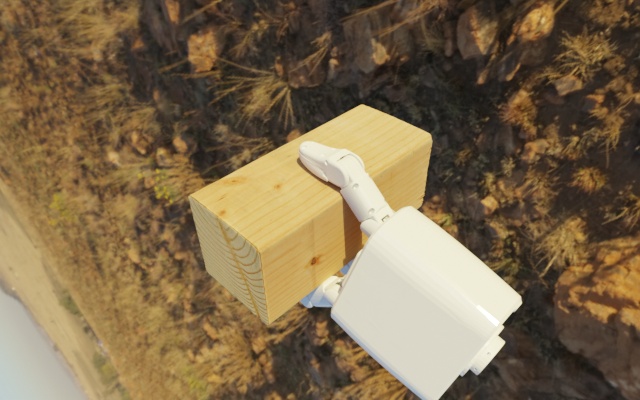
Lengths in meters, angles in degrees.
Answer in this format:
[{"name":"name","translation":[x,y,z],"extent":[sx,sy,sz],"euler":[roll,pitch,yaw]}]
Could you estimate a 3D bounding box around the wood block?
[{"name":"wood block","translation":[0.000,0.001,0.433],"extent":[0.090,0.091,0.206],"euler":[32,50,33]}]
